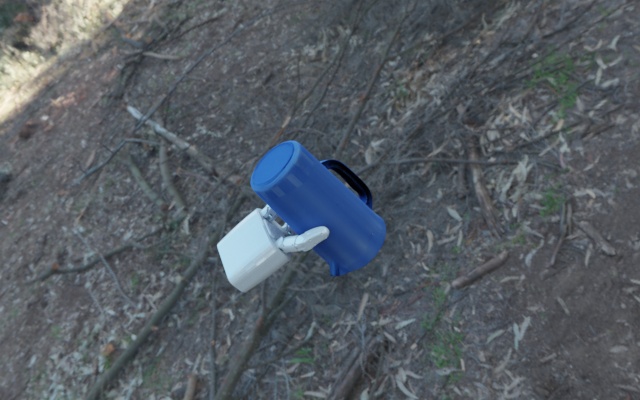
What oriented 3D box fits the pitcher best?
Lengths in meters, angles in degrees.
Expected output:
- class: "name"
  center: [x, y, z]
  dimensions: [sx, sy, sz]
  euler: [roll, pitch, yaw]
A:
- class: "pitcher"
  center: [0.000, 0.003, 0.838]
  dimensions: [0.243, 0.145, 0.149]
  euler: [44, 13, -31]
